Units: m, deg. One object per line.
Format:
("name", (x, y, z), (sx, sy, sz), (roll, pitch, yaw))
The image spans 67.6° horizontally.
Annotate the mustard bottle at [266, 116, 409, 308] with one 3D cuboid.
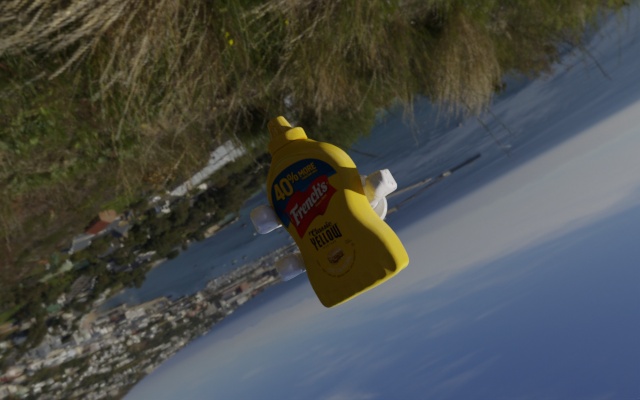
("mustard bottle", (0.000, 0.002, 0.472), (0.096, 0.191, 0.058), (-33, -9, 29))
